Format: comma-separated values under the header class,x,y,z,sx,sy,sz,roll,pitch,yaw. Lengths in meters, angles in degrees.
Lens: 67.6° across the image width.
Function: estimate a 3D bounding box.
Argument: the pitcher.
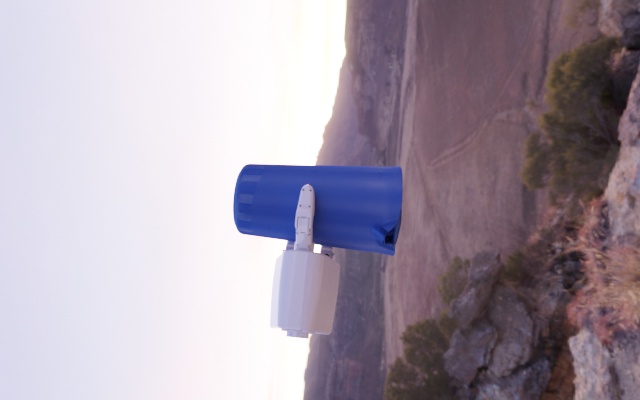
class,x,y,z,sx,sy,sz,roll,pitch,yaw
pitcher,0.000,0.003,0.725,0.243,0.145,0.149,5,-16,3
